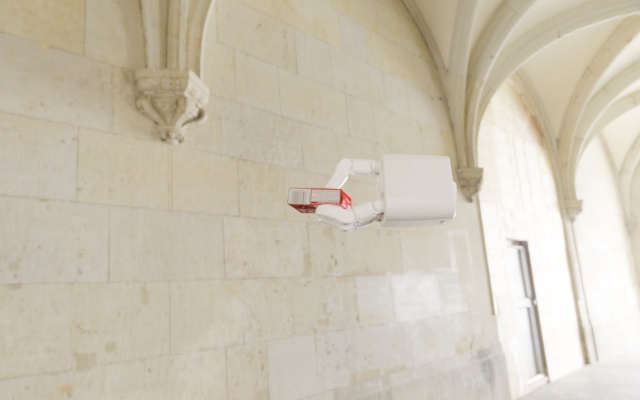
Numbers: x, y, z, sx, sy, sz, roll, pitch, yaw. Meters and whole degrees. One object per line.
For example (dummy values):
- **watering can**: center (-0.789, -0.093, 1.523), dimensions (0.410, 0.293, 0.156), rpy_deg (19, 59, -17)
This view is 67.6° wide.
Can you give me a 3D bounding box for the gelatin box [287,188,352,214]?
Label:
- **gelatin box**: center (0.000, 0.002, 0.764), dimensions (0.089, 0.030, 0.073), rpy_deg (2, -12, 15)
